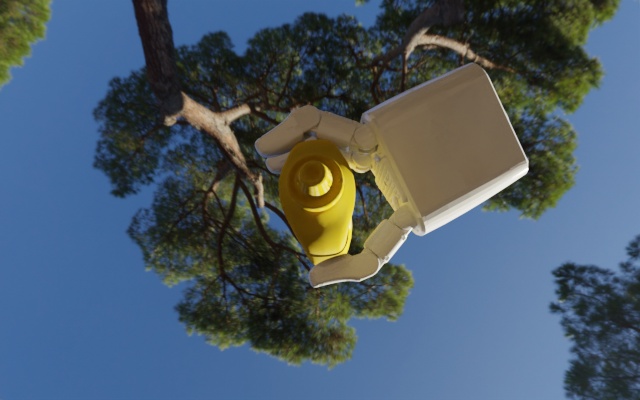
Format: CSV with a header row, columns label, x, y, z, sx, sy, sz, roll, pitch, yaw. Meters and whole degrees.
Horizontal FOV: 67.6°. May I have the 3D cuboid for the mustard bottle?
label,x,y,z,sx,sy,sz,roll,pitch,yaw
mustard bottle,0.000,0.001,0.408,0.058,0.096,0.192,-4,-12,1
